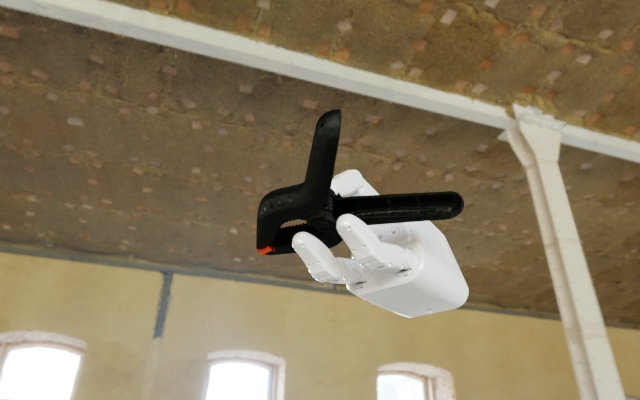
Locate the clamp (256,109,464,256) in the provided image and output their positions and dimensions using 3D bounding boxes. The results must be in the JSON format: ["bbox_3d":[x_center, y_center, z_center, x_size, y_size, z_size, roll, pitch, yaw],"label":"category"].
[{"bbox_3d":[0.000,0.001,0.442,0.210,0.036,0.165,-23,-43,35],"label":"clamp"}]
